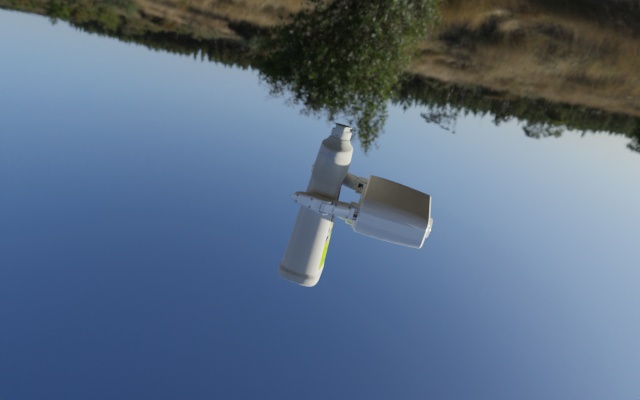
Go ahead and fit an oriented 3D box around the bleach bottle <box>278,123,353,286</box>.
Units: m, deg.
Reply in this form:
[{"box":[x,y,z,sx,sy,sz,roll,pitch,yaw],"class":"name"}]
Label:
[{"box":[0.000,0.002,0.759,0.068,0.251,0.102,18,15,5],"class":"bleach bottle"}]
